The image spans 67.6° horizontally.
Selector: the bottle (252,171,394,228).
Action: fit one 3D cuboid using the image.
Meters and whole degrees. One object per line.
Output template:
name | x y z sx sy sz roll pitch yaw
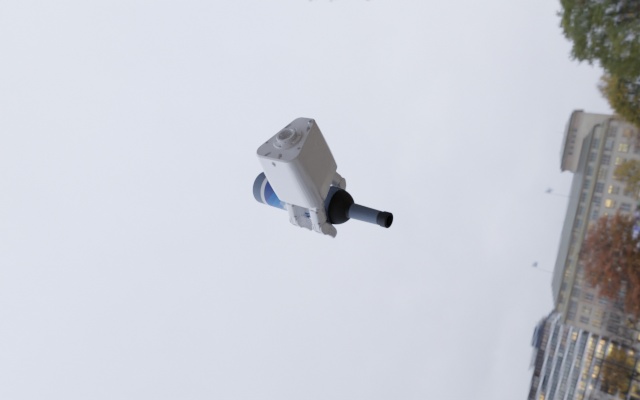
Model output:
bottle | 0.000 0.003 0.872 0.295 0.069 0.069 15 9 37
